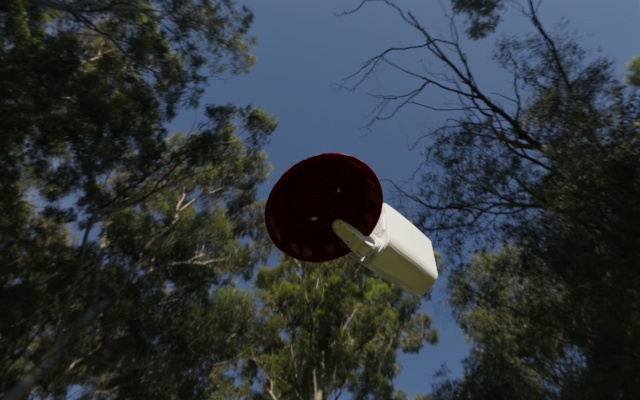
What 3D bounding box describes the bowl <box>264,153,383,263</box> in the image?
[{"bbox_3d":[-0.001,0.001,0.646,0.162,0.162,0.055,0,27,-18],"label":"bowl"}]
